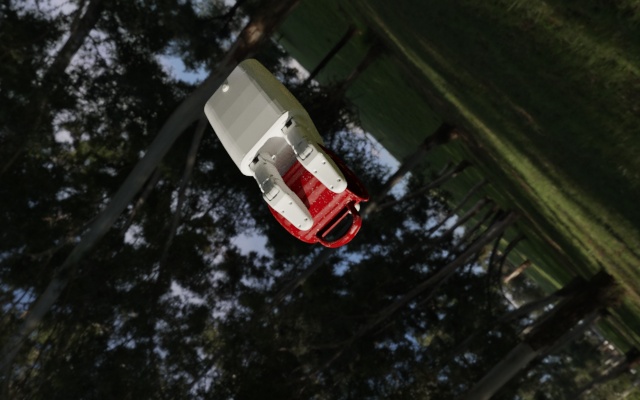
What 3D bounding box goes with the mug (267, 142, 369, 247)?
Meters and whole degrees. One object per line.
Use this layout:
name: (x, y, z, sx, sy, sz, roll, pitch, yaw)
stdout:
mug: (0.001, 0.003, 0.535, 0.081, 0.117, 0.093, -46, -30, 16)
